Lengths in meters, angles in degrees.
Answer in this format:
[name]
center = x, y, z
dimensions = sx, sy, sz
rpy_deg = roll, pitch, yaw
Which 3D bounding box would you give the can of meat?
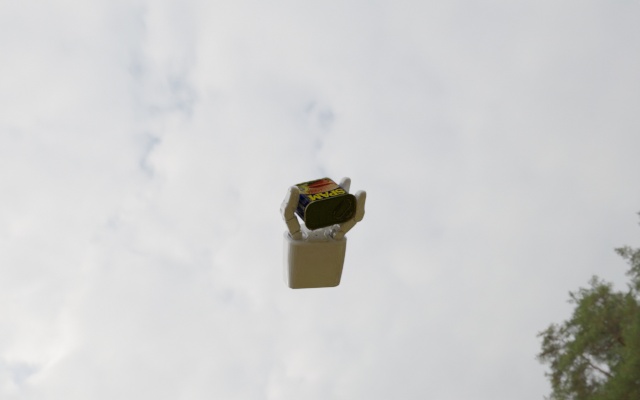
[can of meat]
center = 0.000, 0.003, 0.862
dimensions = 0.102, 0.057, 0.084
rpy_deg = -13, 31, -24
